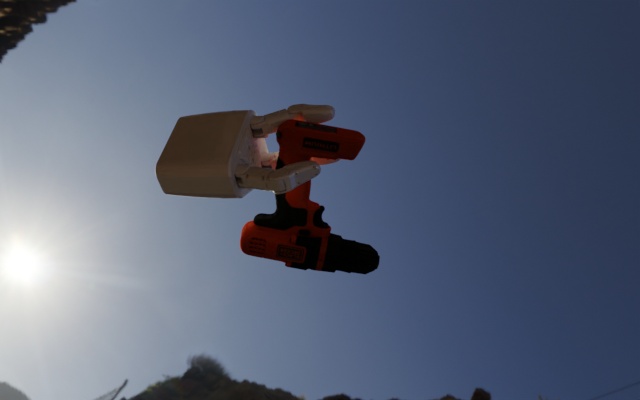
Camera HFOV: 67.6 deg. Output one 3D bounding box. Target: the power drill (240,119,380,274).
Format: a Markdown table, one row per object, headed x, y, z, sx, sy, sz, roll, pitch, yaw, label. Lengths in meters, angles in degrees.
| x | y | z | sx | sy | sz | roll | pitch | yaw | label |
| --- | --- | --- | --- | --- | --- | --- | --- | --- | --- |
| 0.000 | 0.001 | 0.601 | 0.184 | 0.188 | 0.057 | 10 | 18 | -5 | power drill |
